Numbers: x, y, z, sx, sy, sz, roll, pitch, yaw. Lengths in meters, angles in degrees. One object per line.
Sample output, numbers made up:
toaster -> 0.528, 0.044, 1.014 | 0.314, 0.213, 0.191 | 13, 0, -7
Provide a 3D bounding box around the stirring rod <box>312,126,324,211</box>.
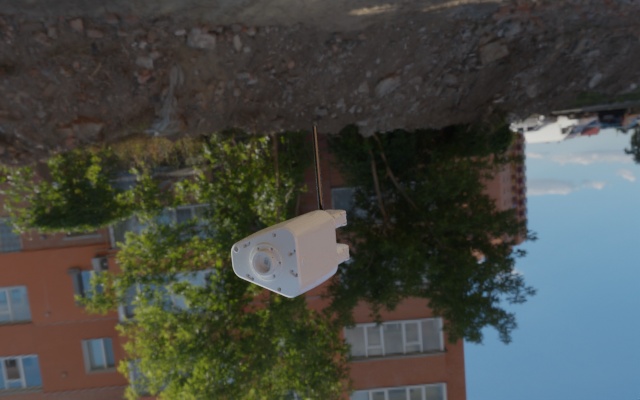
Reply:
stirring rod -> 0.000, 0.002, 0.763 | 0.011, 0.239, 0.011 | -5, 7, 1
